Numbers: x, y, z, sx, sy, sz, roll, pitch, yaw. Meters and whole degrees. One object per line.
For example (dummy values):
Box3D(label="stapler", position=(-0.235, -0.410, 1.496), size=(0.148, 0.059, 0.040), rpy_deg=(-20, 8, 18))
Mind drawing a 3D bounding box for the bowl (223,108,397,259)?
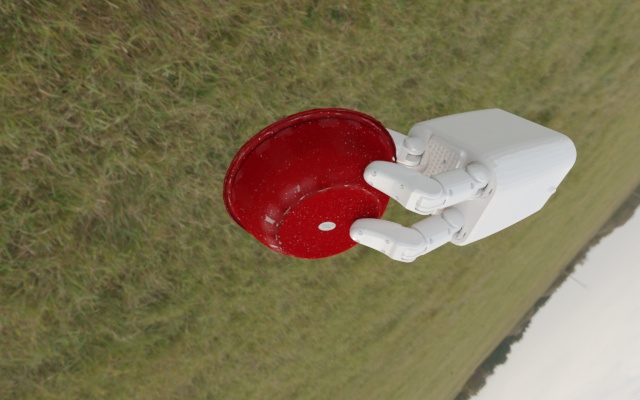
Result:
Box3D(label="bowl", position=(-0.001, 0.002, 0.413), size=(0.162, 0.055, 0.162), rpy_deg=(-12, -41, -11))
